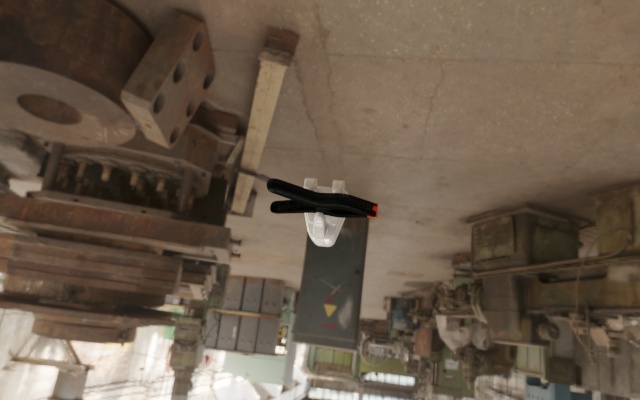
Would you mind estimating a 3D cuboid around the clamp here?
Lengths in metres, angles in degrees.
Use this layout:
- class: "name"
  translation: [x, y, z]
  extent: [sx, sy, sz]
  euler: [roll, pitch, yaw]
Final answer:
- class: "clamp"
  translation: [0.001, 0.004, 0.867]
  extent: [0.210, 0.036, 0.164]
  euler: [6, -15, 5]
